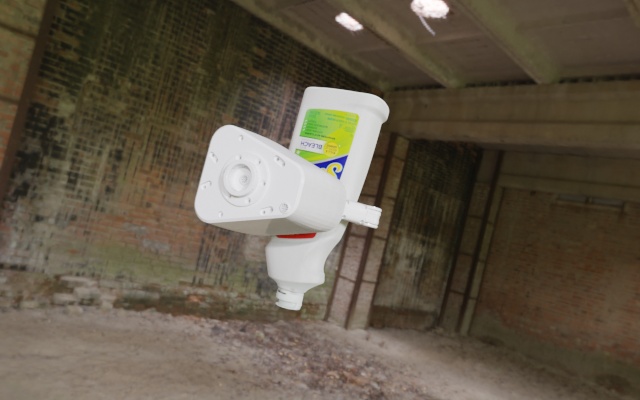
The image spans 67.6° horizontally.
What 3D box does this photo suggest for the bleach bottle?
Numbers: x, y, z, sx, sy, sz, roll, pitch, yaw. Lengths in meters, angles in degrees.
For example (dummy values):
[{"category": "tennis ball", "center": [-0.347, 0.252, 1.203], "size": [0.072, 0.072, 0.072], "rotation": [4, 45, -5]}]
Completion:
[{"category": "bleach bottle", "center": [0.000, 0.002, 0.550], "size": [0.102, 0.251, 0.068], "rotation": [13, -3, 22]}]
